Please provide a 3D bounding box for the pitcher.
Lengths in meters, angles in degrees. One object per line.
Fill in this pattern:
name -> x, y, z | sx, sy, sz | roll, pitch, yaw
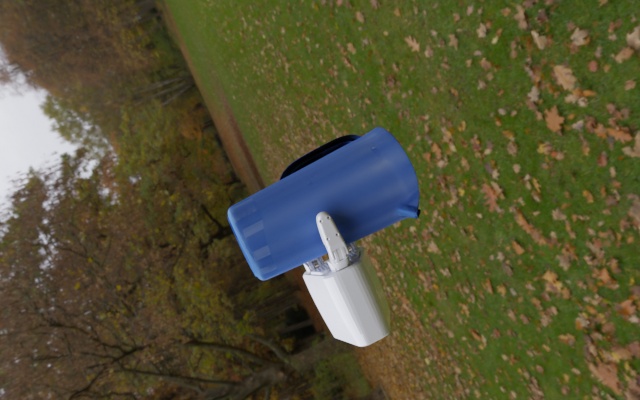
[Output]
pitcher -> 0.000, 0.002, 0.653 | 0.243, 0.145, 0.149 | -25, 4, -8
